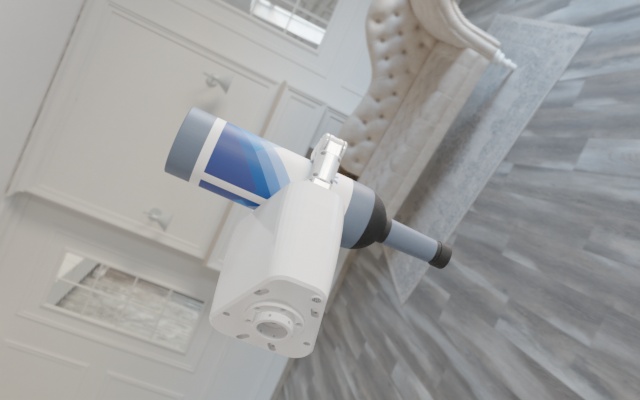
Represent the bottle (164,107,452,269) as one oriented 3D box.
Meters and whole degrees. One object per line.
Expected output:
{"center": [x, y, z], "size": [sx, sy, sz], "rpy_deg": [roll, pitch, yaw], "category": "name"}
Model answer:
{"center": [0.000, 0.001, 0.474], "size": [0.296, 0.069, 0.069], "rpy_deg": [24, -5, -12], "category": "bottle"}
